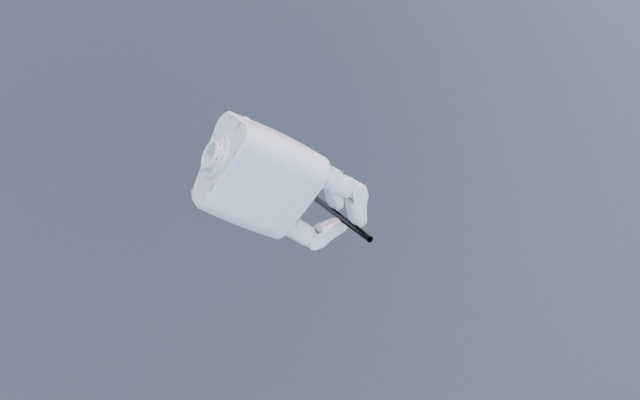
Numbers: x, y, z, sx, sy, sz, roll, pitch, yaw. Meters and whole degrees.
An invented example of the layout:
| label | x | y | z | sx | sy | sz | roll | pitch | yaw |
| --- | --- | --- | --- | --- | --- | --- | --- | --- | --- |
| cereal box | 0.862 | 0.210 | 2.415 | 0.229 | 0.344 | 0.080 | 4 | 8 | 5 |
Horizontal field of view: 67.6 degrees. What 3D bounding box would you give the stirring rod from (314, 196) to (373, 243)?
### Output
| label | x | y | z | sx | sy | sz | roll | pitch | yaw |
| --- | --- | --- | --- | --- | --- | --- | --- | --- | --- |
| stirring rod | 0.000 | 0.002 | 0.642 | 0.011 | 0.011 | 0.239 | 0 | 21 | -30 |
